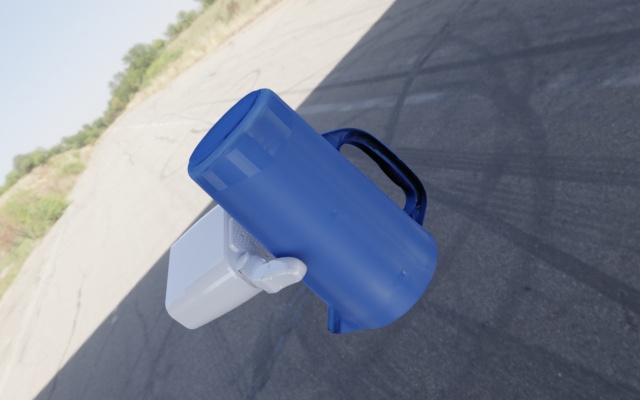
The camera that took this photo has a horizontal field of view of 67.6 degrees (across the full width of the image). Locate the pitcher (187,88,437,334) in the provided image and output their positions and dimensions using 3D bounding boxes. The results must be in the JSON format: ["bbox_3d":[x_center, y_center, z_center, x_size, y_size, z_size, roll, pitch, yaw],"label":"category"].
[{"bbox_3d":[0.000,0.002,0.475,0.145,0.243,0.149,-34,26,26],"label":"pitcher"}]
